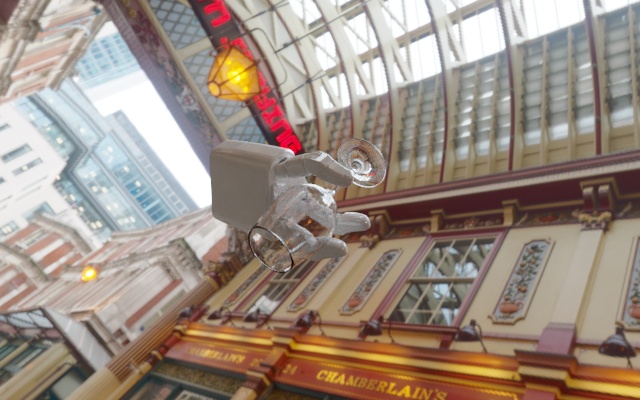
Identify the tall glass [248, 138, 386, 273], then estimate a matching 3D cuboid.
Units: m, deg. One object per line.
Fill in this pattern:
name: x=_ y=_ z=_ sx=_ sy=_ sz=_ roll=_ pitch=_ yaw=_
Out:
tall glass: x=0.001 y=0.002 z=0.576 sx=0.079 sy=0.079 sz=0.201 roll=0 pitch=31 yaw=40
